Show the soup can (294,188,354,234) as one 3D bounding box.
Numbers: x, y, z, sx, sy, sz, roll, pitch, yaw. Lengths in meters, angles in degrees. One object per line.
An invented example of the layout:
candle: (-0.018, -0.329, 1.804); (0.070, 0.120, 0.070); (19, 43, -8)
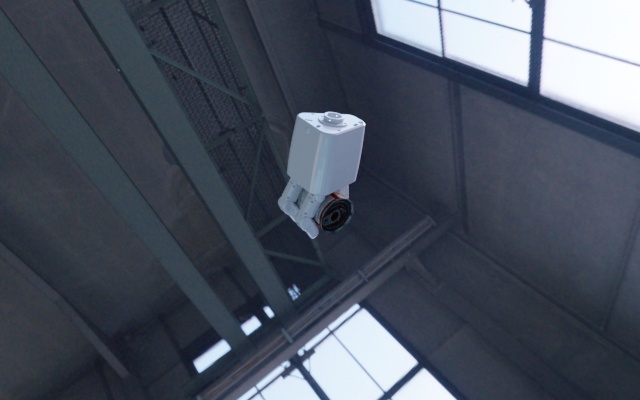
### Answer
soup can: (0.000, 0.003, 0.826); (0.068, 0.068, 0.102); (0, 28, -41)
